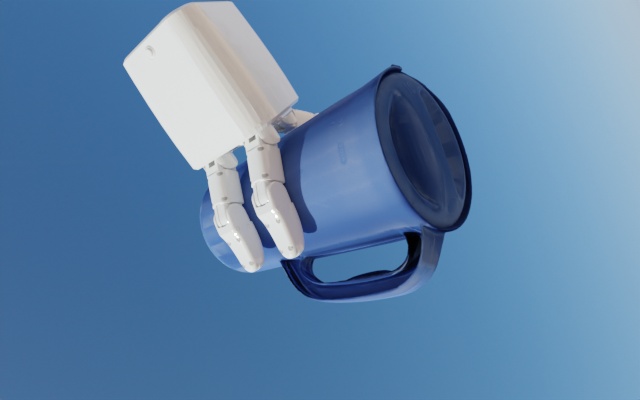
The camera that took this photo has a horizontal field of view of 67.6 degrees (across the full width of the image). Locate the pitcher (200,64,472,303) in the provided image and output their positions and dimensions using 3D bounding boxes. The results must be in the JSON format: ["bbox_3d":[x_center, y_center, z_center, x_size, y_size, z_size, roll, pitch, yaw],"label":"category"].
[{"bbox_3d":[0.000,0.001,0.430,0.243,0.145,0.149,-22,18,39],"label":"pitcher"}]
